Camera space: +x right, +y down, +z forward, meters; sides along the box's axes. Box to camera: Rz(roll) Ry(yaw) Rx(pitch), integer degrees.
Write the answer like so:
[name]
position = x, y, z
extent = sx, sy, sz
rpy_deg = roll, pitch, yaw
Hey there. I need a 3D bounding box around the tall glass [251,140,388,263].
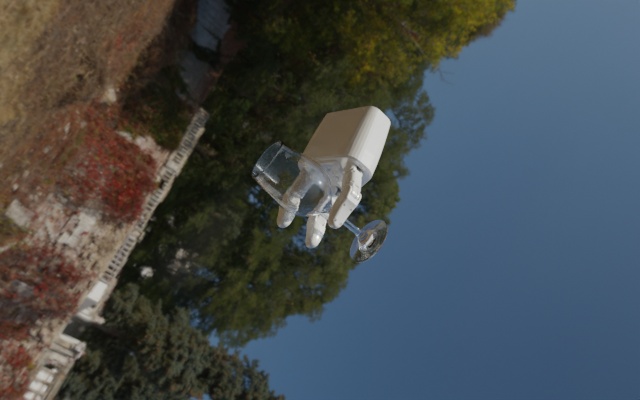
[tall glass]
position = 0.001, 0.003, 0.663
extent = 0.201, 0.079, 0.079
rpy_deg = 39, -18, -24
